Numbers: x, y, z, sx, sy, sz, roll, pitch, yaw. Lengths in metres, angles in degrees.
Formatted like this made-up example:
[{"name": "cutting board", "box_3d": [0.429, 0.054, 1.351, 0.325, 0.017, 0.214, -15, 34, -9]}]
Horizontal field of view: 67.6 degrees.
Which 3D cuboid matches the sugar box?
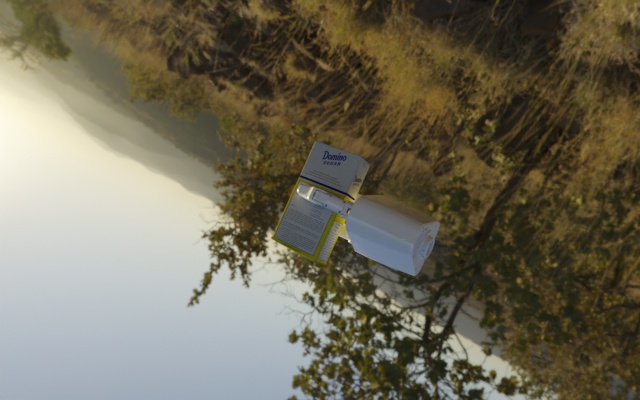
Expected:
[{"name": "sugar box", "box_3d": [0.000, 0.003, 0.757, 0.093, 0.176, 0.048, 23, -6, 29]}]
